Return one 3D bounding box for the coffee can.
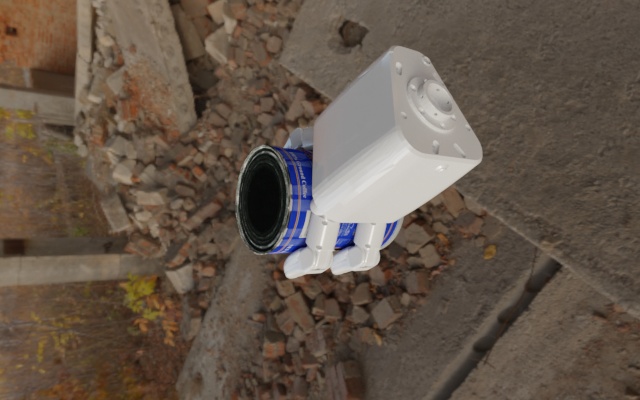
[{"bbox_3d":[0.000,0.002,0.483,0.140,0.103,0.103,2,-1,-36],"label":"coffee can"}]
